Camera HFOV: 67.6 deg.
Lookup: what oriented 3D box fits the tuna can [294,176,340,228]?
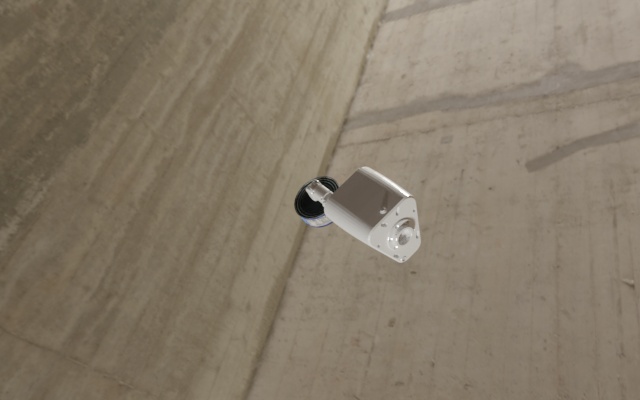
[{"bbox_3d":[0.000,0.003,0.815,0.086,0.086,0.034,0,-33,33],"label":"tuna can"}]
